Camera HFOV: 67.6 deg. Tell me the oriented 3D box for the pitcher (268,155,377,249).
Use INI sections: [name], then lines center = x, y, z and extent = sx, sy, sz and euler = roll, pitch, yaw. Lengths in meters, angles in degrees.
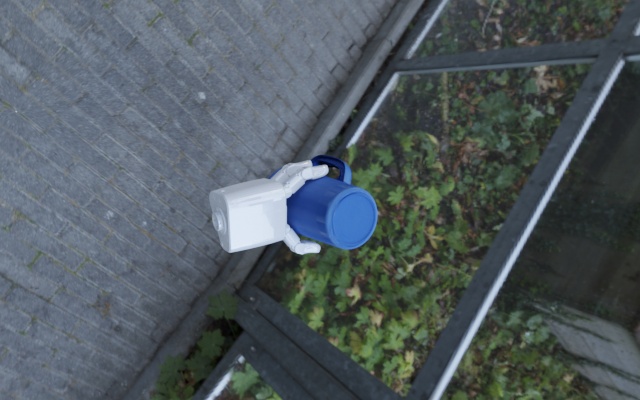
[pitcher]
center = 0.000, 0.003, 0.898
extent = 0.145, 0.149, 0.243
euler = -14, 16, -29
